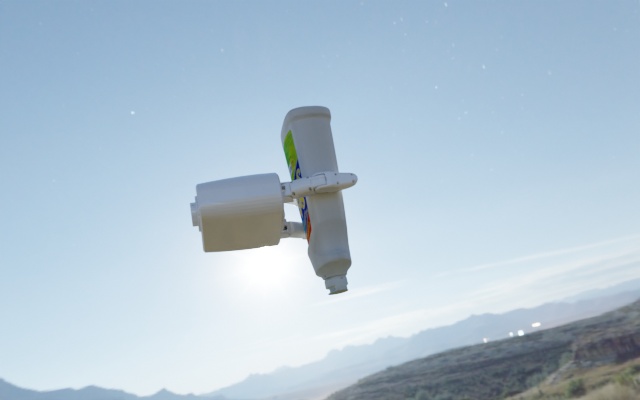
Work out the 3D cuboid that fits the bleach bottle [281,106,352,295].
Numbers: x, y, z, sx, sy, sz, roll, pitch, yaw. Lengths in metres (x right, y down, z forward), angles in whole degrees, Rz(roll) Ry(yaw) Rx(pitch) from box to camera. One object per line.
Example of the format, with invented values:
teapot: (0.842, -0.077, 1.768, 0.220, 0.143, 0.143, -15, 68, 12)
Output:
bleach bottle: (0.000, 0.002, 0.660, 0.068, 0.250, 0.103, -7, -20, -16)
